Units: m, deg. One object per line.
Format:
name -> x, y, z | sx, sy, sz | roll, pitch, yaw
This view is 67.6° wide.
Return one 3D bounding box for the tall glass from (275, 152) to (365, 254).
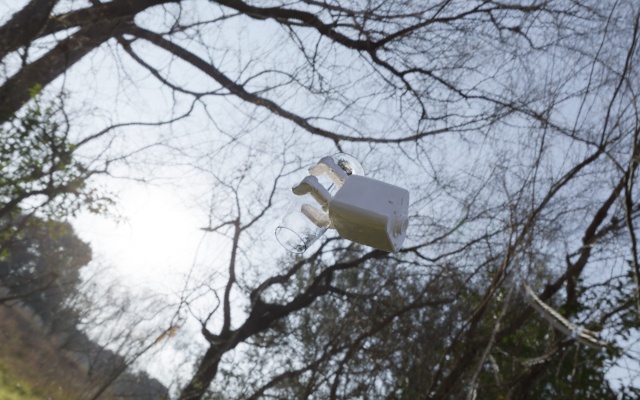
tall glass -> 0.000, 0.002, 0.843 | 0.079, 0.079, 0.201 | 0, 40, 42
